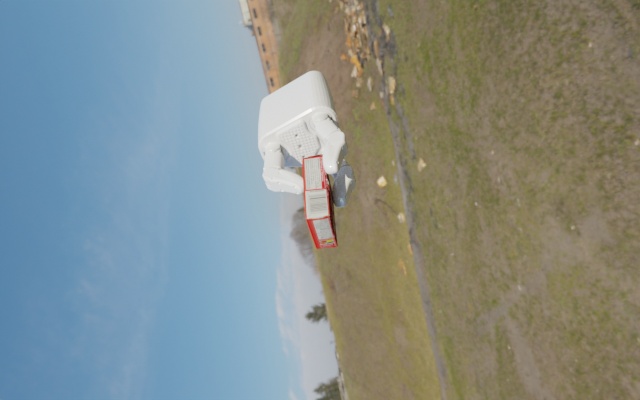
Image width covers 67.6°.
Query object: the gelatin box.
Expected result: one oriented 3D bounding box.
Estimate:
[{"bbox_3d":[0.000,0.002,0.570,0.030,0.089,0.073,-8,-34,5],"label":"gelatin box"}]
